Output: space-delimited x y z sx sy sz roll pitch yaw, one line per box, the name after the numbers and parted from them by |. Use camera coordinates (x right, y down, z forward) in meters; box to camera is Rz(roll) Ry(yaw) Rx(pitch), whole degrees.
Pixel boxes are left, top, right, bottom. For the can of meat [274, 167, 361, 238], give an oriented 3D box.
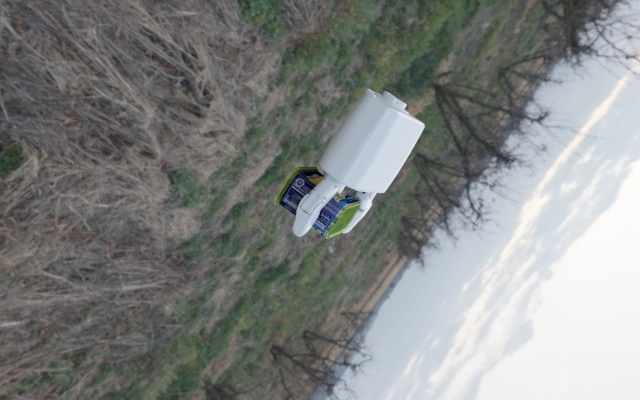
0.000 0.002 0.629 0.084 0.057 0.102 36 14 13 | can of meat
